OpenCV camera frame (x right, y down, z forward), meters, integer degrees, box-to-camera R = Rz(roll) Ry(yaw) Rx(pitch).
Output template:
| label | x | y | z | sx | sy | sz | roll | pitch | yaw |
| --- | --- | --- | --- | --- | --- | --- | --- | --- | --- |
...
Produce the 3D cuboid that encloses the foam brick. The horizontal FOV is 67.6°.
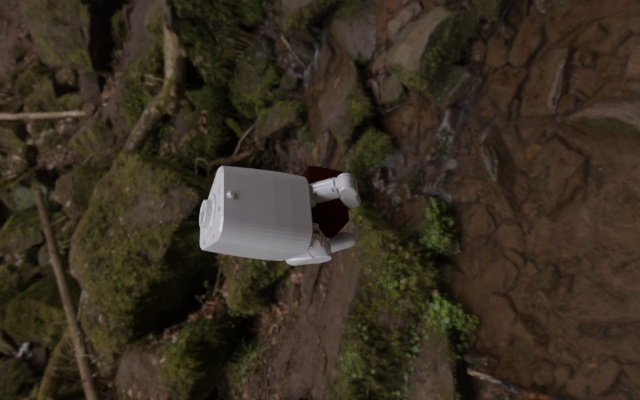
| label | x | y | z | sx | sy | sz | roll | pitch | yaw |
| --- | --- | --- | --- | --- | --- | --- | --- | --- | --- |
| foam brick | 0.000 | 0.002 | 0.623 | 0.051 | 0.078 | 0.053 | 8 | -33 | -23 |
